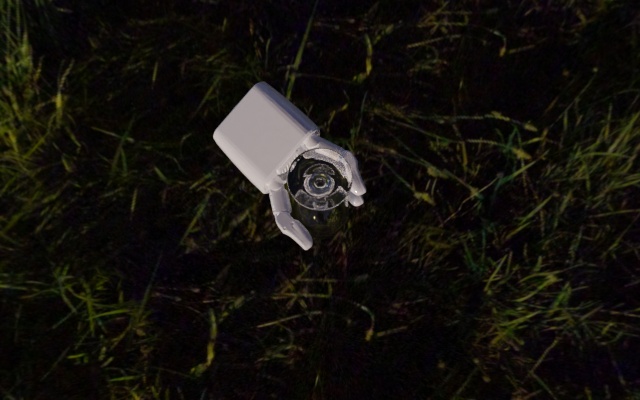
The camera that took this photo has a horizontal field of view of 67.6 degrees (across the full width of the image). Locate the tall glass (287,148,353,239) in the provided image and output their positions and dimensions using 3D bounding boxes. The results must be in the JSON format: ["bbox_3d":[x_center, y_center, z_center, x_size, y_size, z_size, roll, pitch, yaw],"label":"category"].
[{"bbox_3d":[0.000,0.002,0.629,0.079,0.079,0.201,0,-16,1],"label":"tall glass"}]
